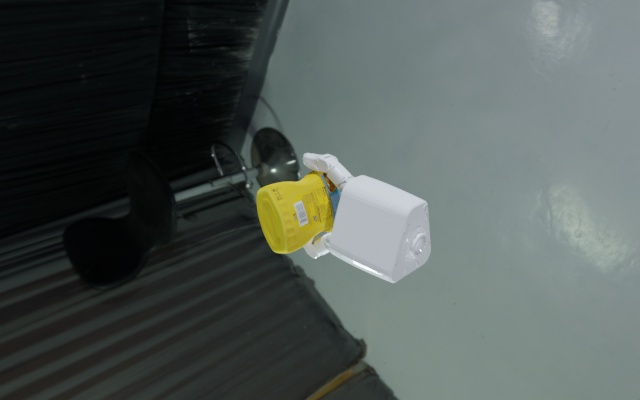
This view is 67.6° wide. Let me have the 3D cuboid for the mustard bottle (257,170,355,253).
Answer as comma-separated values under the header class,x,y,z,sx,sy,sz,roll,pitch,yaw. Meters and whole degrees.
class,x,y,z,sx,sy,sz,roll,pitch,yaw
mustard bottle,0.000,0.002,0.706,0.191,0.096,0.058,-22,9,-40
